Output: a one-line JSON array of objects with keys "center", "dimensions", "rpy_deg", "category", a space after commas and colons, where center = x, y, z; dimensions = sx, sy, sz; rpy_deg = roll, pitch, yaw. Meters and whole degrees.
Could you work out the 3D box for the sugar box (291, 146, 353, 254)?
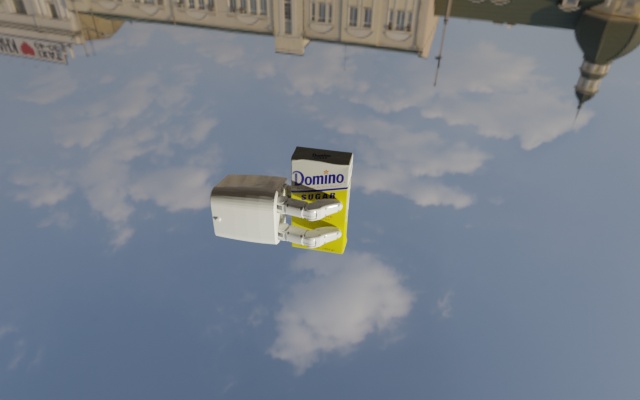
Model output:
[{"center": [0.000, 0.003, 0.776], "dimensions": [0.093, 0.176, 0.048], "rpy_deg": [7, 37, 8], "category": "sugar box"}]
